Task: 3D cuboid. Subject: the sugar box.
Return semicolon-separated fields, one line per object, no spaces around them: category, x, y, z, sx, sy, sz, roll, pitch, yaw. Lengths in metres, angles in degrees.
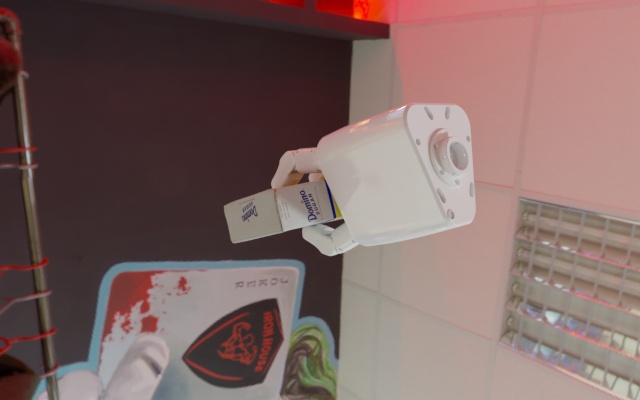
sugar box;0.000;0.001;0.496;0.176;0.048;0.093;-9;-4;-41
